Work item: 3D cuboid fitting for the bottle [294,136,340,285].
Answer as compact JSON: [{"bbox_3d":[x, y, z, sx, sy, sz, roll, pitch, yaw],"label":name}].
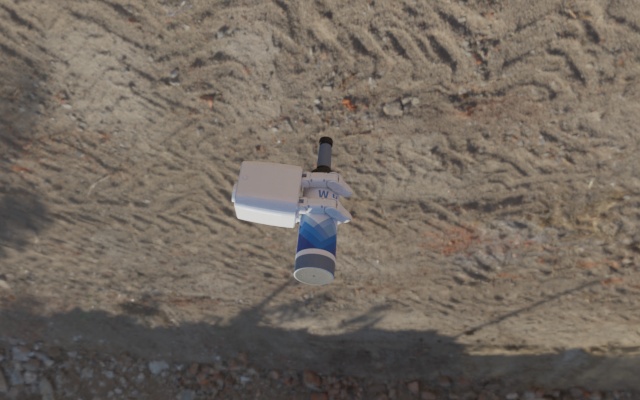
[{"bbox_3d":[0.000,0.003,0.859,0.069,0.295,0.069,3,-34,2],"label":"bottle"}]
